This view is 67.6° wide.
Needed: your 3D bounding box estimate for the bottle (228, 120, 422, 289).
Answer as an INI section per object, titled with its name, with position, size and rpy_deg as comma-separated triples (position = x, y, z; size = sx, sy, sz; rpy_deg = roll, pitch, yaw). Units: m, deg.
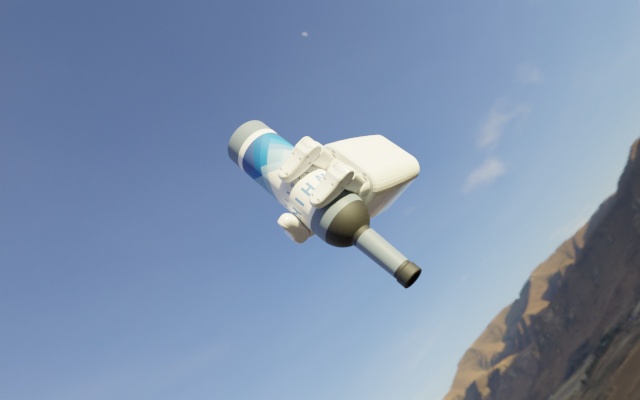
[bottle]
position = 0.000, 0.002, 0.579
size = 0.295, 0.069, 0.069
rpy_deg = 39, 22, 29
